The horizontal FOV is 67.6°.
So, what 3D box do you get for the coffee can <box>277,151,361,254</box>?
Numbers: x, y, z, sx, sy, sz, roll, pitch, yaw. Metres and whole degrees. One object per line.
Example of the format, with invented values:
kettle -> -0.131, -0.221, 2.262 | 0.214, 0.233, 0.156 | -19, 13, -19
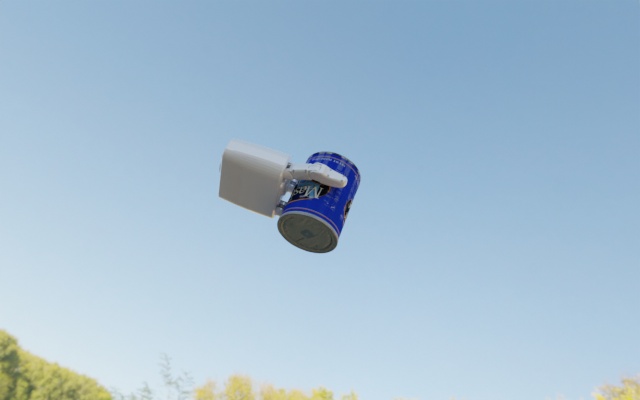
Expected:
coffee can -> 0.000, 0.003, 0.800 | 0.103, 0.140, 0.103 | 15, -37, 11
